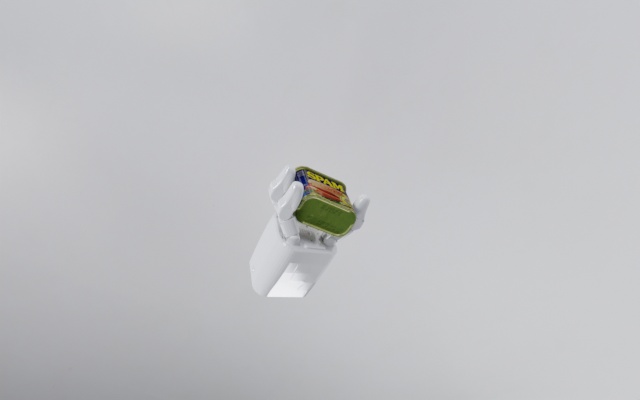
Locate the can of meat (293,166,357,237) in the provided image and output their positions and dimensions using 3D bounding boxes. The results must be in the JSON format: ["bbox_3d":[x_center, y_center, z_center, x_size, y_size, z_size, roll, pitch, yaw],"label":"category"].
[{"bbox_3d":[0.000,0.003,0.734,0.102,0.057,0.084,22,25,-26],"label":"can of meat"}]
